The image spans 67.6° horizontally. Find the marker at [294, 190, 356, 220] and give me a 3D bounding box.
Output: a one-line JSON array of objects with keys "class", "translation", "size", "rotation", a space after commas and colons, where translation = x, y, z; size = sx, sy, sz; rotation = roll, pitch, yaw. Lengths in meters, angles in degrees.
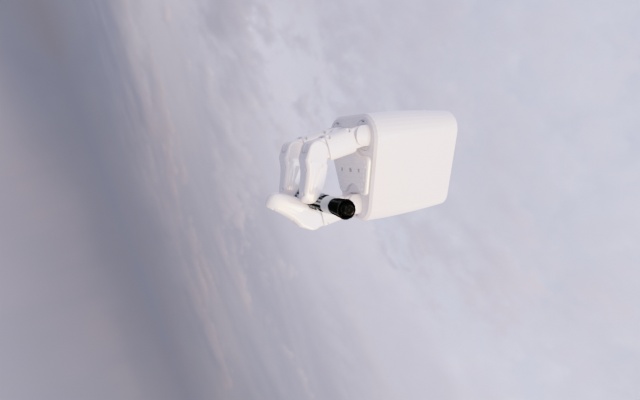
[{"class": "marker", "translation": [0.000, 0.002, 0.465], "size": [0.020, 0.020, 0.121], "rotation": [0, 6, -25]}]
